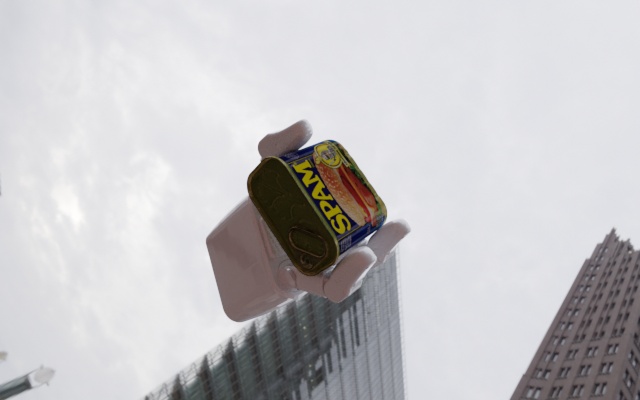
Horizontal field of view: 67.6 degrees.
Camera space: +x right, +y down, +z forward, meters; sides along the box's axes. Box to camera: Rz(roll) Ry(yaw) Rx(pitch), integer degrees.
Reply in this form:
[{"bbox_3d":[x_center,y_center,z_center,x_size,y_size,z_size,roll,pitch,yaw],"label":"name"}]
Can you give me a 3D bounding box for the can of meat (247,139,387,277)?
[{"bbox_3d":[0.000,0.001,0.416,0.084,0.102,0.057,-27,-9,-47],"label":"can of meat"}]
